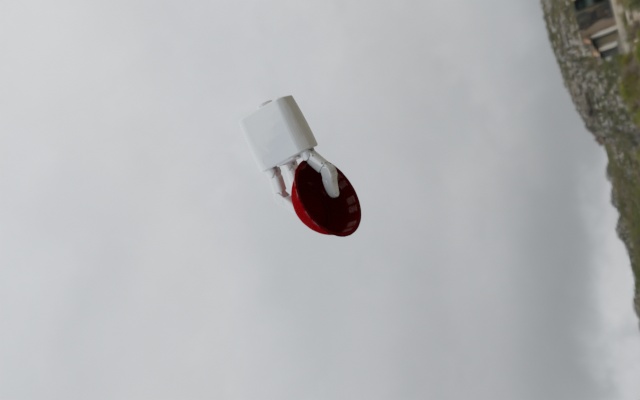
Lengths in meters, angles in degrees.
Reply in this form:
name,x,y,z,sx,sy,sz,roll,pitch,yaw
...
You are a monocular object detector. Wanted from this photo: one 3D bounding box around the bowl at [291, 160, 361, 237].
name,x,y,z,sx,sy,sz,roll,pitch,yaw
bowl,0.000,0.004,0.881,0.162,0.162,0.055,0,-27,-47
